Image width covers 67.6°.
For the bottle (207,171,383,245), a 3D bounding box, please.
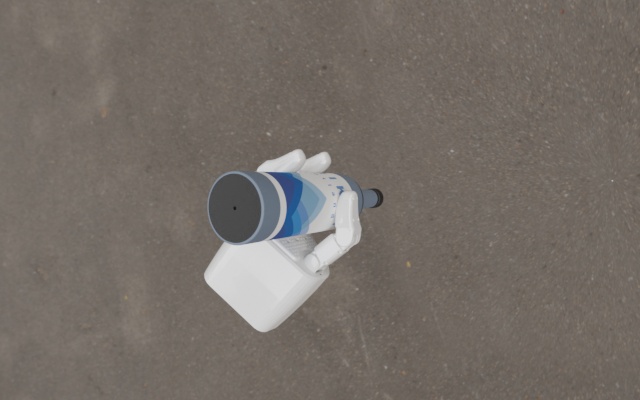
[{"bbox_3d":[0.000,0.002,0.548,0.069,0.069,0.295,0,2,31],"label":"bottle"}]
